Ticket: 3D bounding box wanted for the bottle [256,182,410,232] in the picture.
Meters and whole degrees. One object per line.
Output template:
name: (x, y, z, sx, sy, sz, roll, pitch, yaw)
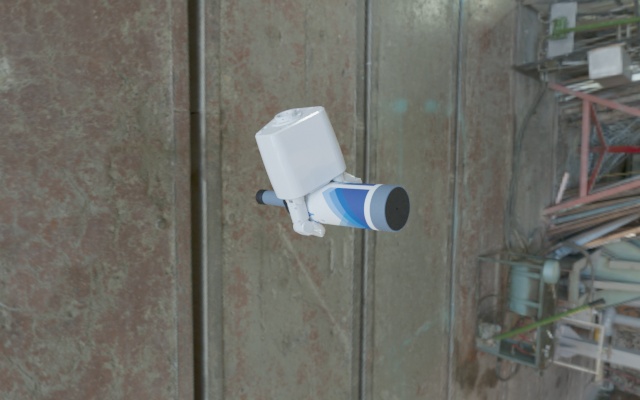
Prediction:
bottle: (0.000, 0.003, 0.767, 0.295, 0.069, 0.069, 5, 3, 43)
